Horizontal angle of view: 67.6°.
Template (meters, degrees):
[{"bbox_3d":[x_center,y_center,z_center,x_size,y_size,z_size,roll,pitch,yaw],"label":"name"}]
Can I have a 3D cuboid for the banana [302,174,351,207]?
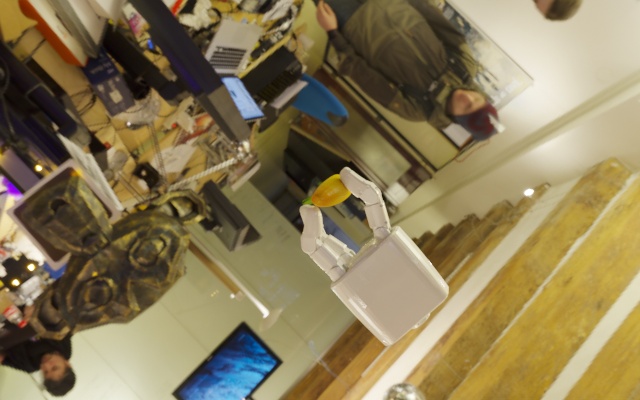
[{"bbox_3d":[0.014,-0.009,0.665,0.069,0.037,0.198,-38,0,-6],"label":"banana"}]
